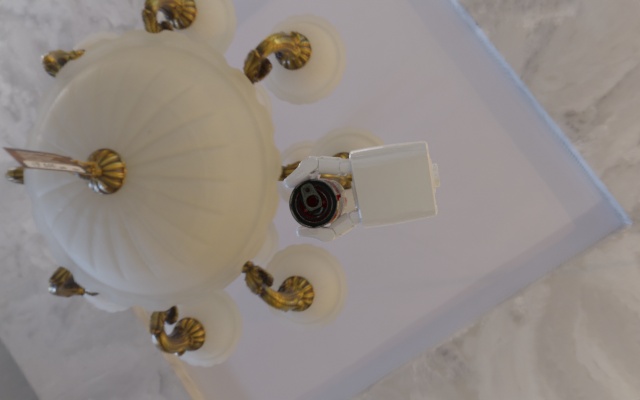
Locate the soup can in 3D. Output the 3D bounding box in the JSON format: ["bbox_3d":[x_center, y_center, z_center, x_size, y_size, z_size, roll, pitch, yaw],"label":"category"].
[{"bbox_3d":[0.000,0.002,0.698,0.068,0.068,0.102,0,2,12],"label":"soup can"}]
